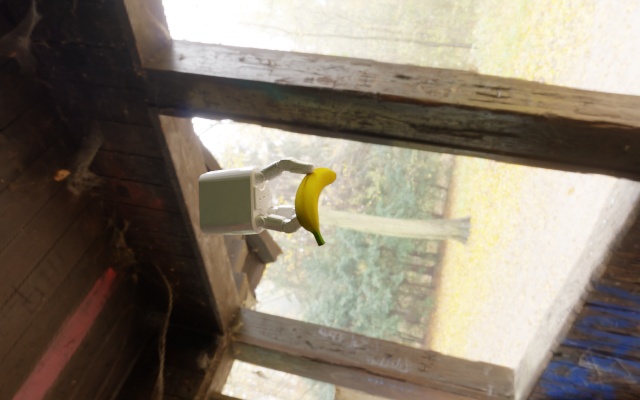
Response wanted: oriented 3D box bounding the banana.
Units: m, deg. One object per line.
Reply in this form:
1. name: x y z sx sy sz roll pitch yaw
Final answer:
1. banana: -0.009 -0.009 0.782 0.037 0.070 0.197 -19 31 23
